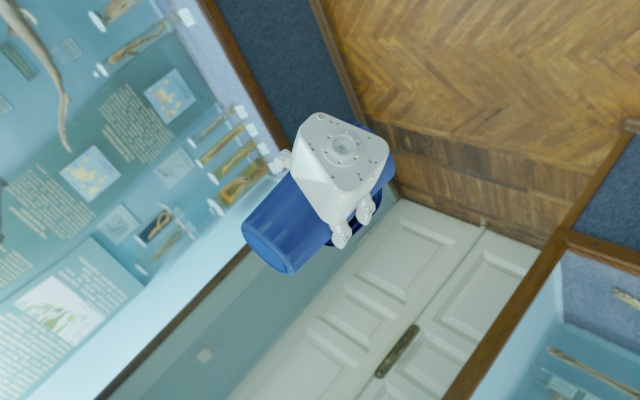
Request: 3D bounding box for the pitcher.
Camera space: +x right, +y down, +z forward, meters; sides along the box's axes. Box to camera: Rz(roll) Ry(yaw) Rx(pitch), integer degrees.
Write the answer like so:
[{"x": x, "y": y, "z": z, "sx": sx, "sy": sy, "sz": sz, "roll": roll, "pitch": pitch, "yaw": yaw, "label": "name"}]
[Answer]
[{"x": 0.000, "y": 0.002, "z": 0.747, "sx": 0.149, "sy": 0.242, "sz": 0.145, "roll": 41, "pitch": -21, "yaw": 6, "label": "pitcher"}]
